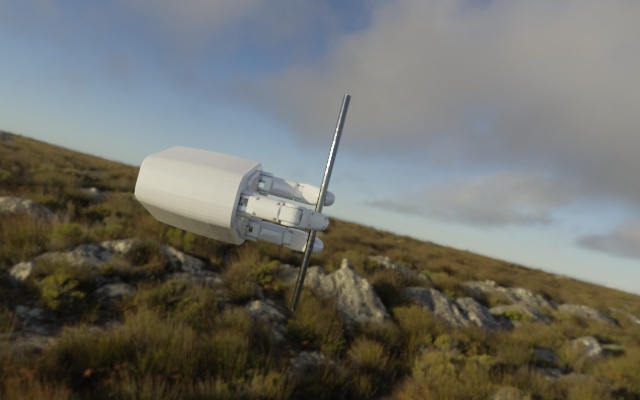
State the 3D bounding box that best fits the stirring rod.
[{"bbox_3d":[0.000,0.002,0.519,0.011,0.239,0.011,14,-2,0],"label":"stirring rod"}]
